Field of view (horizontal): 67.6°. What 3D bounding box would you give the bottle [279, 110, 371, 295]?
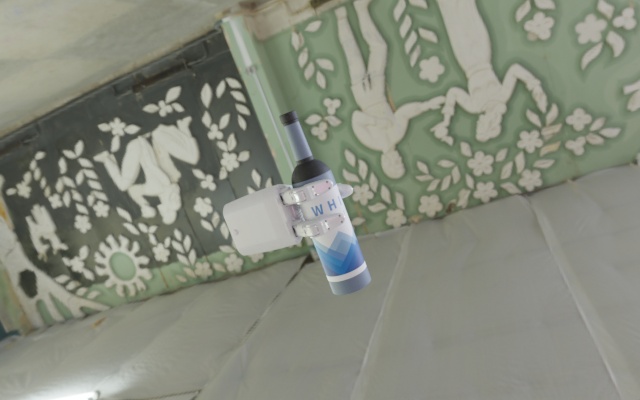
[{"bbox_3d":[0.000,0.003,0.753,0.069,0.296,0.069,-20,9,3],"label":"bottle"}]
